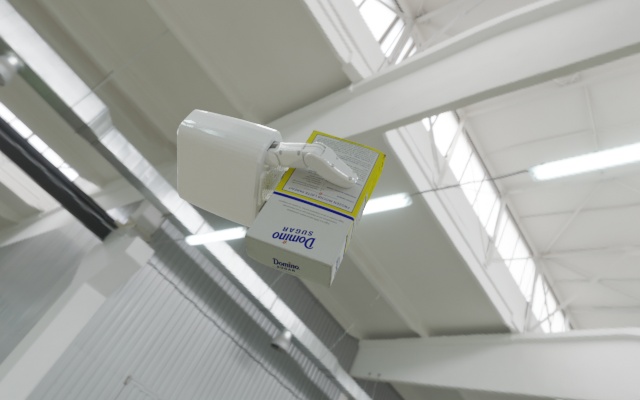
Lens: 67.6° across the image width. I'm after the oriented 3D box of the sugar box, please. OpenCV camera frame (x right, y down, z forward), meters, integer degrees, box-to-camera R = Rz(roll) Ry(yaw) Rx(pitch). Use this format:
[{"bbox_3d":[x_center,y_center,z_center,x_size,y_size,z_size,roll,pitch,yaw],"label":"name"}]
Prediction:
[{"bbox_3d":[0.000,0.002,0.516,0.093,0.176,0.048,19,-39,13],"label":"sugar box"}]
